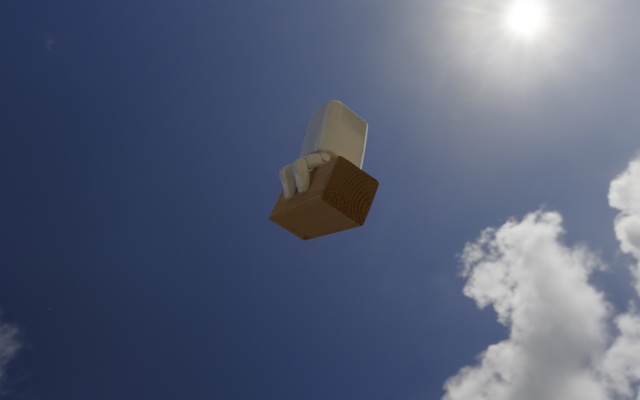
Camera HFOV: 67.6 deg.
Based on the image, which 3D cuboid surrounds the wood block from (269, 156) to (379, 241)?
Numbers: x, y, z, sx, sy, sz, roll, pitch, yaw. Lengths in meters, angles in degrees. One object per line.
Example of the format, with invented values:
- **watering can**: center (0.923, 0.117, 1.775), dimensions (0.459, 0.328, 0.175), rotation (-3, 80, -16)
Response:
- **wood block**: center (0.000, 0.003, 0.866), dimensions (0.091, 0.090, 0.206), rotation (32, -25, -20)
